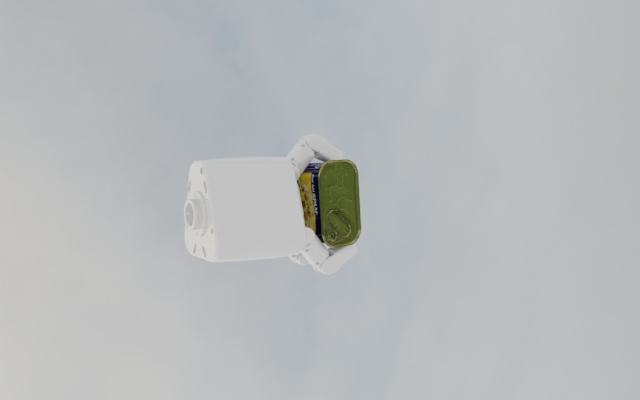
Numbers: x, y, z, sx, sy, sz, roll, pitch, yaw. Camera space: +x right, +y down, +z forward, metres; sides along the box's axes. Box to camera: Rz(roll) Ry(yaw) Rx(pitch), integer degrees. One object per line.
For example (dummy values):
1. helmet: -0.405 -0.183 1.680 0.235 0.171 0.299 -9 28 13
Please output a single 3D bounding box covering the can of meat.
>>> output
1. can of meat: 0.000 0.002 0.587 0.057 0.102 0.084 -8 7 -35
